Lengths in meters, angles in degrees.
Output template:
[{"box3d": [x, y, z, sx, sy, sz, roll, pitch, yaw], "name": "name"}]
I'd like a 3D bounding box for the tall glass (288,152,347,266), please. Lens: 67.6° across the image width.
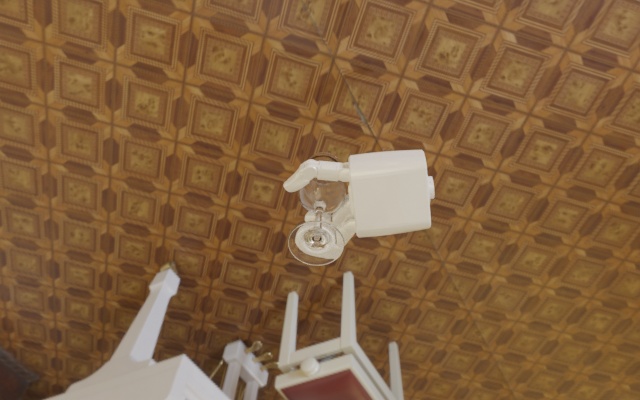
[{"box3d": [0.000, 0.003, 0.705, 0.079, 0.079, 0.201, 0, 33, 3], "name": "tall glass"}]
